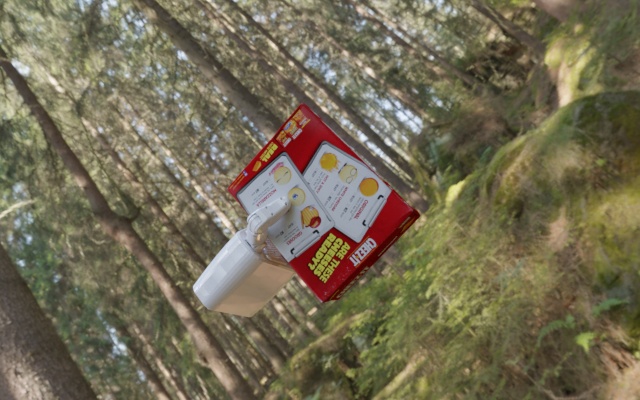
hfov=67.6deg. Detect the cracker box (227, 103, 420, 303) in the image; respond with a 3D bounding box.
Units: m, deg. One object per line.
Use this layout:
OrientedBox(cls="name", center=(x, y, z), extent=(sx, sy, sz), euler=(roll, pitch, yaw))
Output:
OrientedBox(cls="cracker box", center=(0.000, 0.002, 0.644), extent=(0.213, 0.164, 0.072), euler=(47, 11, 20))
